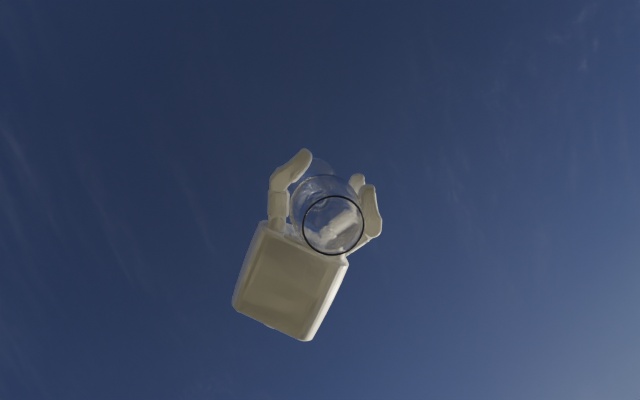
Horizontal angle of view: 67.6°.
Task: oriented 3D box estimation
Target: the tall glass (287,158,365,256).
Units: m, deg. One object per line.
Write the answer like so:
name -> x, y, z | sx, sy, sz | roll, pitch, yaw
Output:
tall glass -> 0.000, 0.002, 0.558 | 0.079, 0.079, 0.201 | 0, 13, -8
